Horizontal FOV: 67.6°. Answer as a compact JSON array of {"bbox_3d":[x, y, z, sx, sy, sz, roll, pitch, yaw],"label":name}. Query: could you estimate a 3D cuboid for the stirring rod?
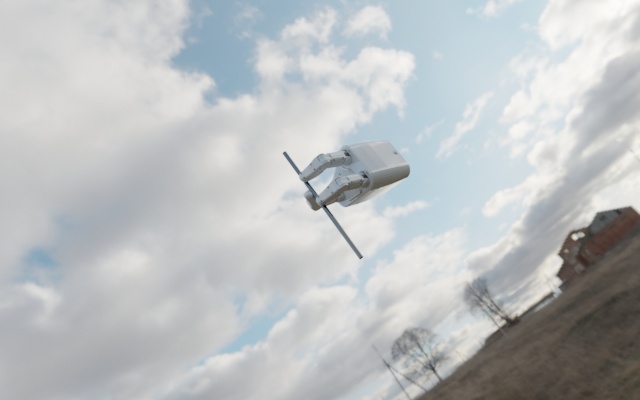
[{"bbox_3d":[0.000,0.003,0.804,0.011,0.239,0.011,-29,-25,-15],"label":"stirring rod"}]
